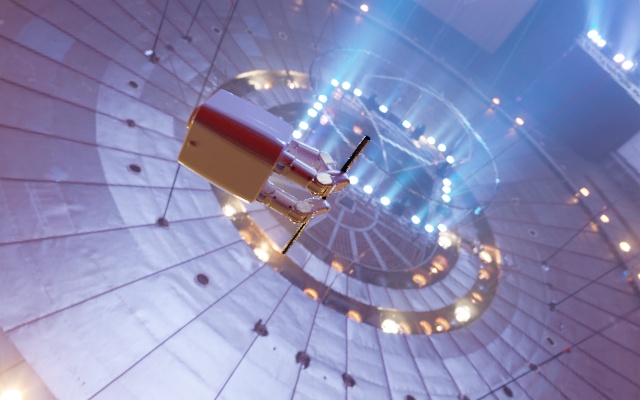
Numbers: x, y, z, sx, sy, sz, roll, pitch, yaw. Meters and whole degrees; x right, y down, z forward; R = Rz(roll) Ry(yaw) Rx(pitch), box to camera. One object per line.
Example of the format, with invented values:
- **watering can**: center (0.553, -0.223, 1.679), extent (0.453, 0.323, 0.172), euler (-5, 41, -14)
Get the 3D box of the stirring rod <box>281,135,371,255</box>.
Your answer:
- **stirring rod**: center (0.000, 0.002, 0.632), extent (0.011, 0.011, 0.240), euler (0, -39, -36)
